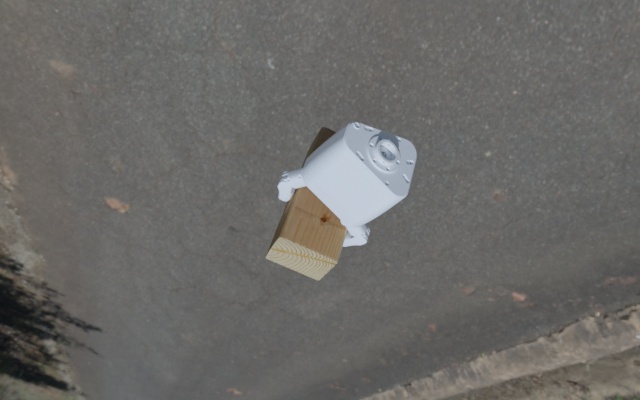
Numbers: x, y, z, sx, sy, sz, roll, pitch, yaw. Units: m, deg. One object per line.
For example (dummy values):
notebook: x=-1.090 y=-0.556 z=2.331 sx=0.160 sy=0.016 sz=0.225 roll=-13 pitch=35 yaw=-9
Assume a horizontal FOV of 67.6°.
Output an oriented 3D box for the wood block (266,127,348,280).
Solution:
wood block: x=0.000 y=0.002 z=0.734 sx=0.091 sy=0.206 sz=0.090 roll=24 pitch=-32 yaw=-8
